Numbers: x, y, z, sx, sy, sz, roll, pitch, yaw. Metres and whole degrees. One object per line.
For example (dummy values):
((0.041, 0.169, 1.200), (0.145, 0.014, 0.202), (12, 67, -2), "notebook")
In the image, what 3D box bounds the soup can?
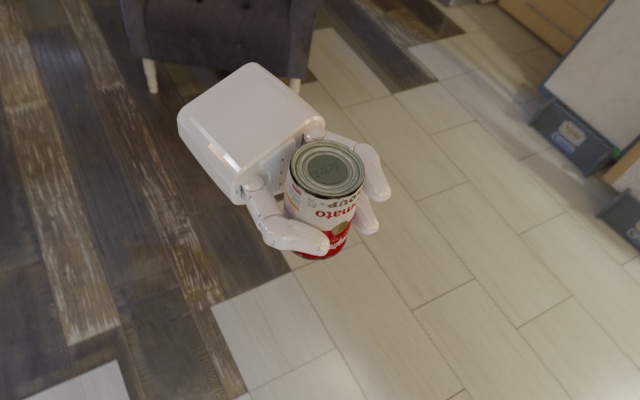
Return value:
((0.000, 0.002, 0.447), (0.068, 0.068, 0.102), (0, -37, -9), "soup can")
